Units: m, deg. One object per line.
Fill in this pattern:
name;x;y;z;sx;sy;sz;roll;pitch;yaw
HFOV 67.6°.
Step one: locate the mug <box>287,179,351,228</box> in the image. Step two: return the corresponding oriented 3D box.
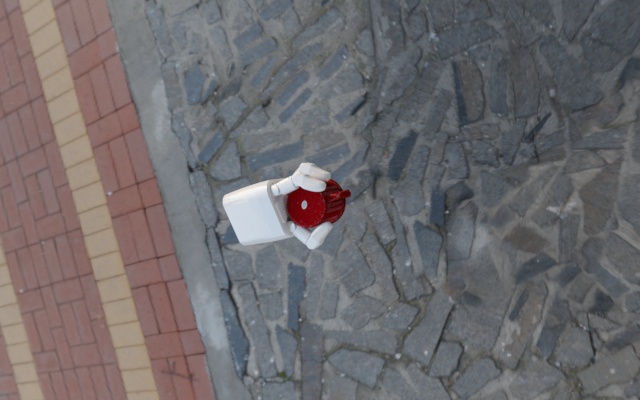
mug;0.001;0.003;0.880;0.117;0.093;0.081;-14;0;25
